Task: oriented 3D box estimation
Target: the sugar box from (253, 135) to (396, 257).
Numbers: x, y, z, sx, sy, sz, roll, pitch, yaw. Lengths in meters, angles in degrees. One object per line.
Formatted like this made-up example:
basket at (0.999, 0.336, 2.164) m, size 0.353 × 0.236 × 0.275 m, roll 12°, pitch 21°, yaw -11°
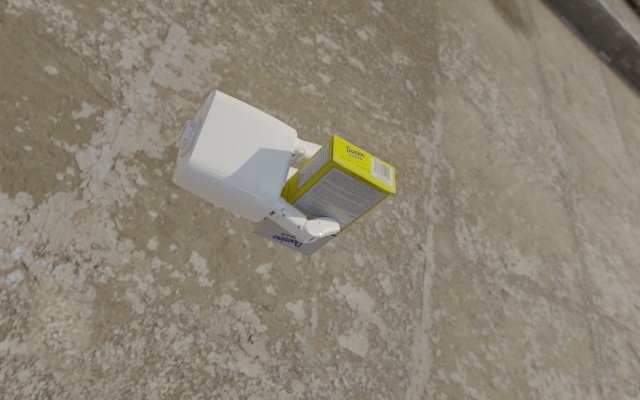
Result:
sugar box at (0.000, 0.001, 0.590) m, size 0.093 × 0.048 × 0.176 m, roll 26°, pitch -42°, yaw -25°
